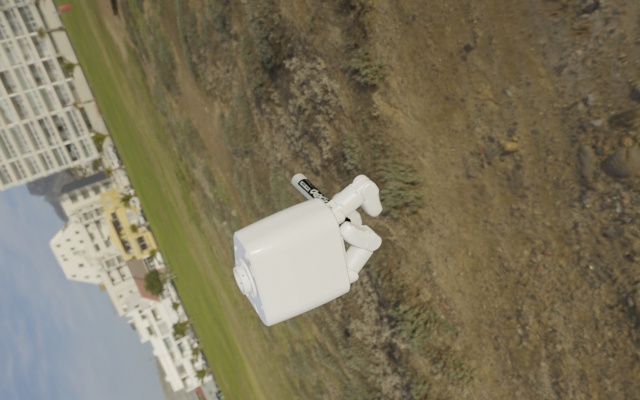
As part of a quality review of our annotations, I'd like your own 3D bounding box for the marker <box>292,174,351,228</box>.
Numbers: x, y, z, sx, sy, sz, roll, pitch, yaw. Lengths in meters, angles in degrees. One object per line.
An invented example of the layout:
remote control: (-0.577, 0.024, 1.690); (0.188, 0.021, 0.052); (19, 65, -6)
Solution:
marker: (0.000, 0.002, 0.587); (0.020, 0.020, 0.121); (0, 29, -35)
